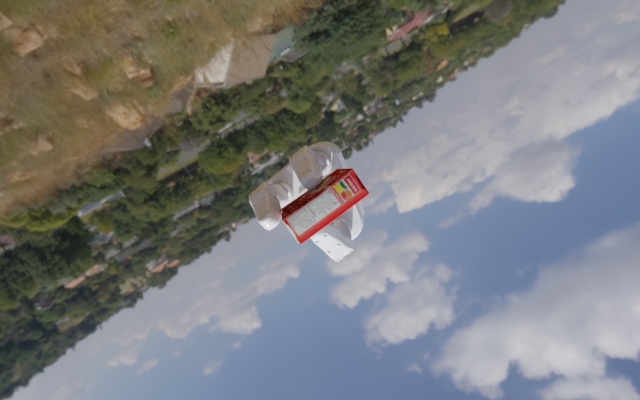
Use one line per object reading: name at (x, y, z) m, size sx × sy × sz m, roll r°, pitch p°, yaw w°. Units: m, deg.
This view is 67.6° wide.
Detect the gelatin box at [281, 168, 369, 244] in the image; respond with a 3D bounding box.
gelatin box at (0.000, 0.002, 0.437) m, size 0.073 × 0.030 × 0.089 m, roll -36°, pitch 7°, yaw -2°
